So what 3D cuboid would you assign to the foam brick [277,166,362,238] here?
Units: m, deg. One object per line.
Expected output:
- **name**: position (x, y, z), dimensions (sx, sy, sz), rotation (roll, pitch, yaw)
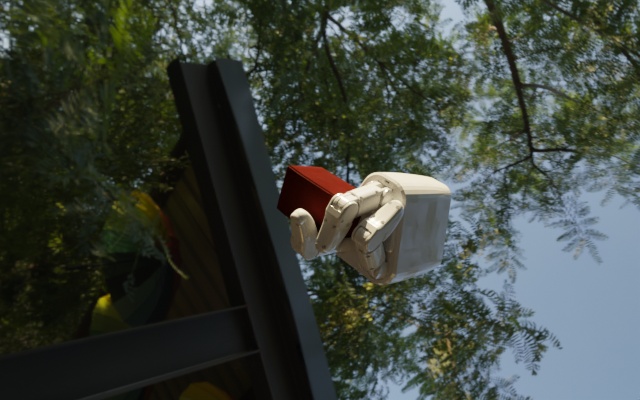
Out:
- **foam brick**: position (0.000, 0.001, 0.513), dimensions (0.051, 0.053, 0.078), rotation (-3, 29, -46)
